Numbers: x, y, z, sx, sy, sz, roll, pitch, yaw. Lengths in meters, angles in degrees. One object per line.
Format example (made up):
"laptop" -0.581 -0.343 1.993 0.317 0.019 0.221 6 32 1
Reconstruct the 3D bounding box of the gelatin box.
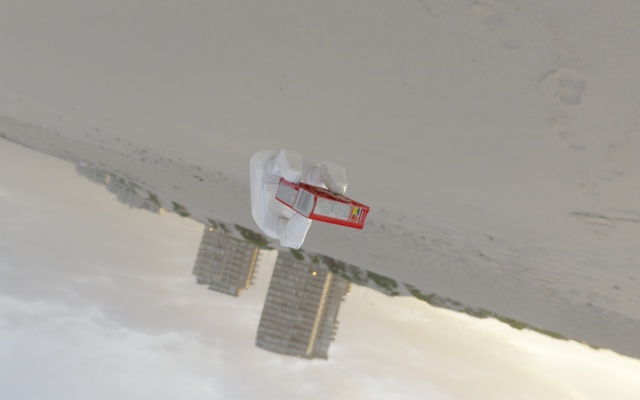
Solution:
"gelatin box" 0.000 0.002 0.540 0.073 0.030 0.089 14 8 -32
